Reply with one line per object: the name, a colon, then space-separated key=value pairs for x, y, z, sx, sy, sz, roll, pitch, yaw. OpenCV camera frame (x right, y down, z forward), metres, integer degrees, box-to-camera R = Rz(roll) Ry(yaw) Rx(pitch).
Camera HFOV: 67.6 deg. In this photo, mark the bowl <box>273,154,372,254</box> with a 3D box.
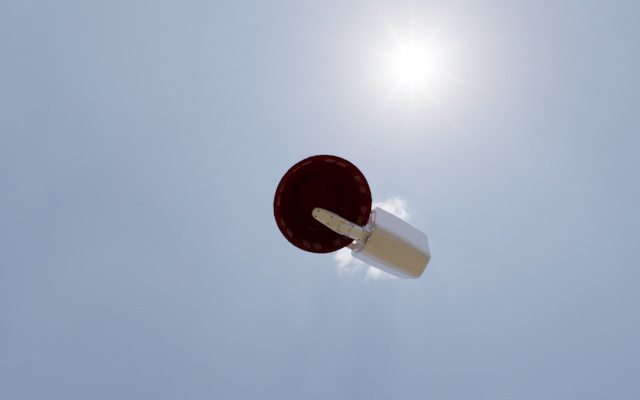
bowl: x=-0.001 y=0.002 z=0.783 sx=0.162 sy=0.162 sz=0.055 roll=0 pitch=12 yaw=-12
